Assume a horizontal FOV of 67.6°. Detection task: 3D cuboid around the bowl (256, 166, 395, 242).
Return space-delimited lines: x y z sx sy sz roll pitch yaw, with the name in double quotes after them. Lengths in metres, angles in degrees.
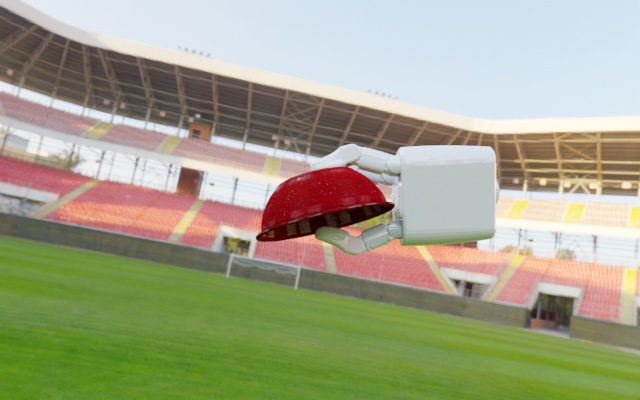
-0.001 0.002 0.544 0.162 0.055 0.162 -14 -10 -2 "bowl"
